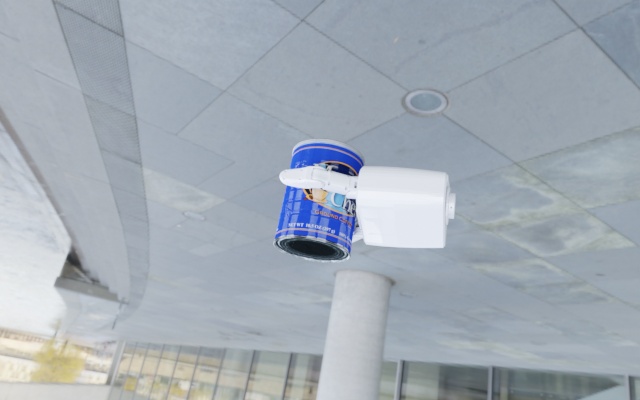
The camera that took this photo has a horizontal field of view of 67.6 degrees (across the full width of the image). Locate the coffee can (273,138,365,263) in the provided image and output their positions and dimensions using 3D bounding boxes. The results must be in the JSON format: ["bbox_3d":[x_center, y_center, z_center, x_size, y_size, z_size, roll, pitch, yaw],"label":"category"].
[{"bbox_3d":[0.000,0.002,0.647,0.103,0.140,0.103,9,-22,4],"label":"coffee can"}]
